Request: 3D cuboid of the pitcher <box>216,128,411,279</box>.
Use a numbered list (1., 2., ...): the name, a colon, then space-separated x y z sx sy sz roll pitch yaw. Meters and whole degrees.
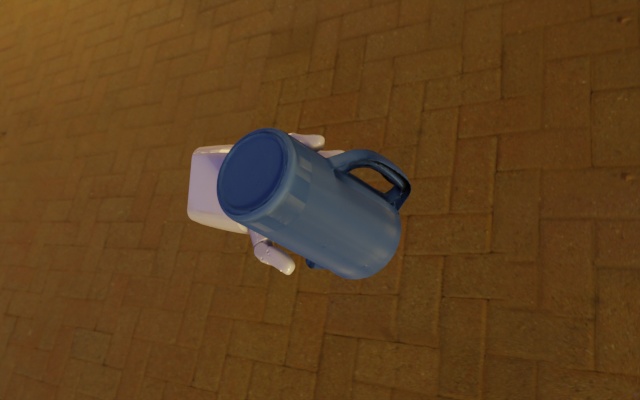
1. pitcher: 0.000 0.002 0.584 0.145 0.149 0.243 7 -15 36
